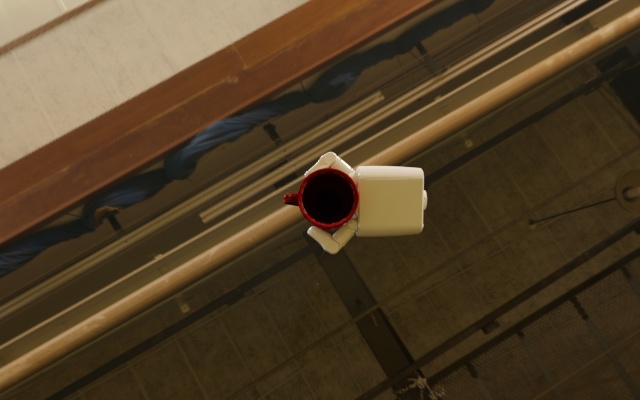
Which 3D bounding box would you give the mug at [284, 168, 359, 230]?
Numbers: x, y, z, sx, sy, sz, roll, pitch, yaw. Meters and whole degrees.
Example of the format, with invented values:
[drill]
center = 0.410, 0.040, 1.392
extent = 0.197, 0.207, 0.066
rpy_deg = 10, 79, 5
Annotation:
[mug]
center = -0.001, 0.003, 0.759
extent = 0.117, 0.093, 0.081
rpy_deg = 0, -10, 1
